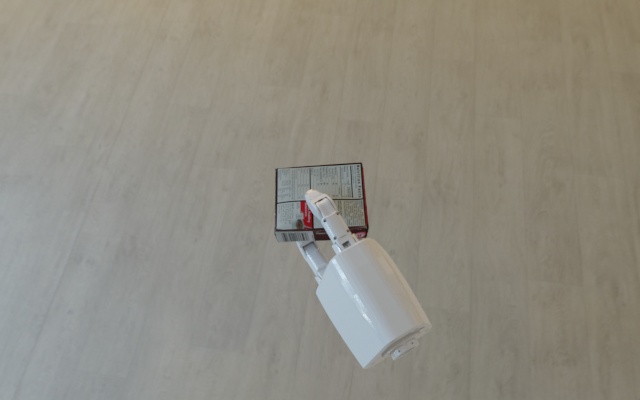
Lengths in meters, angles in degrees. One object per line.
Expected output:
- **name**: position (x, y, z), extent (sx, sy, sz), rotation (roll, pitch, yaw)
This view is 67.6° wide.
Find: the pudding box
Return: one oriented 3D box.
- **pudding box**: position (0.000, 0.002, 0.590), extent (0.113, 0.090, 0.039), rotation (-2, -27, 2)
